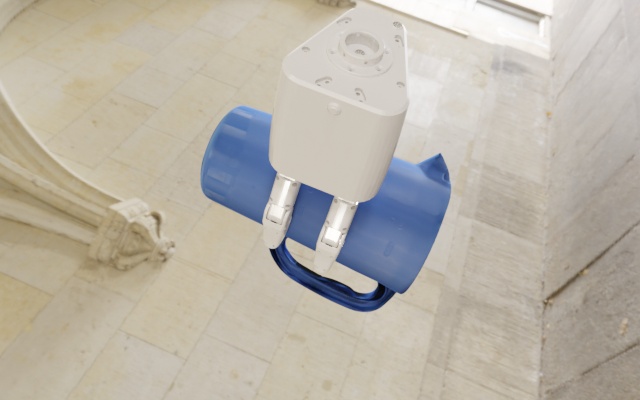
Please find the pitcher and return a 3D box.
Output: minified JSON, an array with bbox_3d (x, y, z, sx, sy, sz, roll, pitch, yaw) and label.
[{"bbox_3d":[0.000,0.002,0.506,0.243,0.149,0.145,23,-31,5],"label":"pitcher"}]
